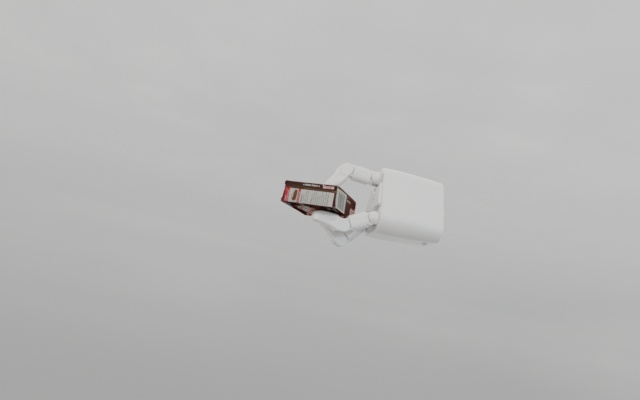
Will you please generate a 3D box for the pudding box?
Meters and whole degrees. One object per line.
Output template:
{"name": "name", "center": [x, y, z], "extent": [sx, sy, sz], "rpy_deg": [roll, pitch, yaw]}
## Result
{"name": "pudding box", "center": [0.000, 0.002, 0.762], "extent": [0.090, 0.039, 0.113], "rpy_deg": [6, -13, 20]}
